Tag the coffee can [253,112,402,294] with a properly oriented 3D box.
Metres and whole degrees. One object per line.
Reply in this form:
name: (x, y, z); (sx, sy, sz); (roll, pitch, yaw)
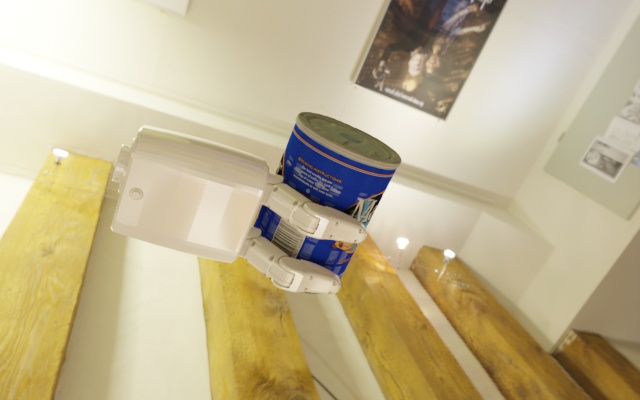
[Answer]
coffee can: (0.000, 0.001, 0.454); (0.103, 0.140, 0.102); (21, 20, -8)
